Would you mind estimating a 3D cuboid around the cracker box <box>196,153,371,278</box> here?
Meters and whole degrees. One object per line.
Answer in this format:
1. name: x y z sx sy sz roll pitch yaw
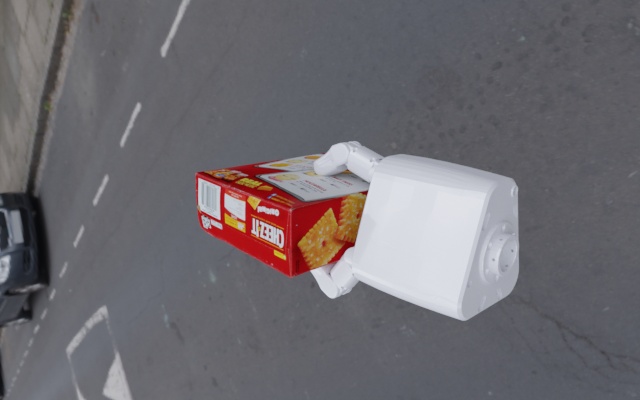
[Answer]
1. cracker box: 0.000 0.002 0.517 0.213 0.072 0.164 -13 21 -41
